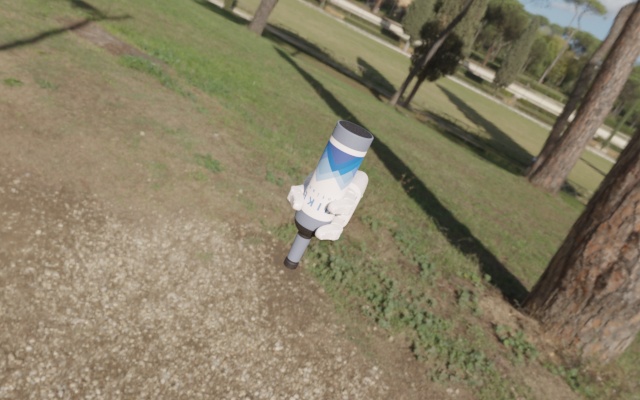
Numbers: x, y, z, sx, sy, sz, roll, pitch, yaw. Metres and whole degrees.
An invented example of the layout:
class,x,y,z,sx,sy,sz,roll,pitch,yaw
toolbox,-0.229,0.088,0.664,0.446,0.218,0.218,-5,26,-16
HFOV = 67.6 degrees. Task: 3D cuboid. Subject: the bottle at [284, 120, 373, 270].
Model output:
class,x,y,z,sx,sy,sz,roll,pitch,yaw
bottle,0.000,0.003,0.856,0.069,0.296,0.069,21,24,-10
